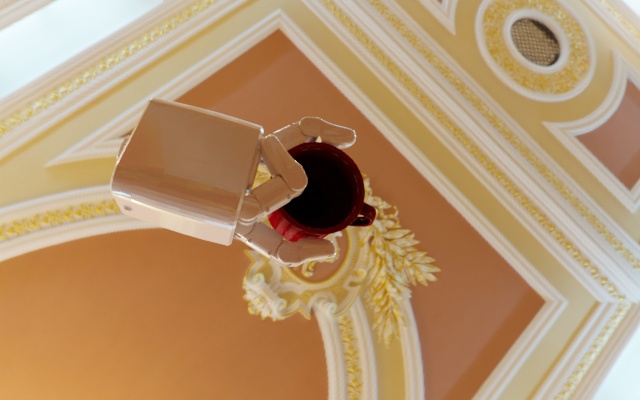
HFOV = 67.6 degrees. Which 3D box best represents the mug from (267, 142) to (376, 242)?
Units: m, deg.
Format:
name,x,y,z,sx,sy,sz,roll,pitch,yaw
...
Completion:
name,x,y,z,sx,sy,sz,roll,pitch,yaw
mug,0.001,0.002,0.493,0.117,0.093,0.081,17,-20,-9
